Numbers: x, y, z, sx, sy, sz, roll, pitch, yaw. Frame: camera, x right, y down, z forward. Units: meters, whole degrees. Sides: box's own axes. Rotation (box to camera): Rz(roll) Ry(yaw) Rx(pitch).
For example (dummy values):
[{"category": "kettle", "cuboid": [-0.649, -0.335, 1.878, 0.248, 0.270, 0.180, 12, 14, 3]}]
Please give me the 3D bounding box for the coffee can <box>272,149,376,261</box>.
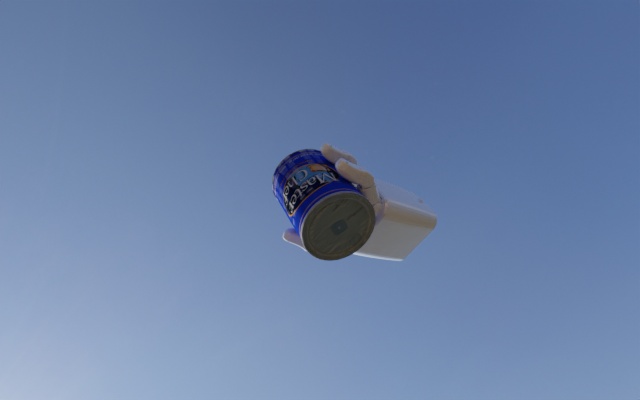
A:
[{"category": "coffee can", "cuboid": [0.000, 0.002, 0.667, 0.103, 0.103, 0.140, 0, 29, -24]}]
